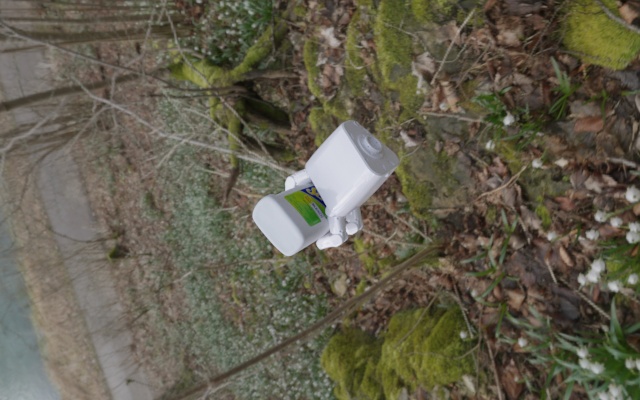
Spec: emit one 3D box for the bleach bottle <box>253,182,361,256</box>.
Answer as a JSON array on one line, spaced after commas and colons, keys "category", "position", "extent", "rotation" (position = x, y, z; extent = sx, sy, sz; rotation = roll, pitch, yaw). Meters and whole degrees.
[{"category": "bleach bottle", "position": [0.000, 0.003, 0.835], "extent": [0.068, 0.102, 0.250], "rotation": [-47, -10, 38]}]
